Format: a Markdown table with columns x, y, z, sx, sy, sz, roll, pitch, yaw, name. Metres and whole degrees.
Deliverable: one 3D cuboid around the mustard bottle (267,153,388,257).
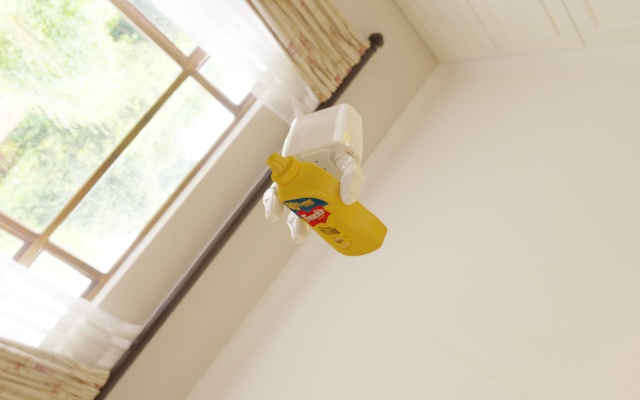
| x | y | z | sx | sy | sz | roll | pitch | yaw | name |
| --- | --- | --- | --- | --- | --- | --- | --- | --- | --- |
| 0.000 | 0.003 | 0.646 | 0.096 | 0.058 | 0.192 | -8 | -43 | 49 | mustard bottle |
